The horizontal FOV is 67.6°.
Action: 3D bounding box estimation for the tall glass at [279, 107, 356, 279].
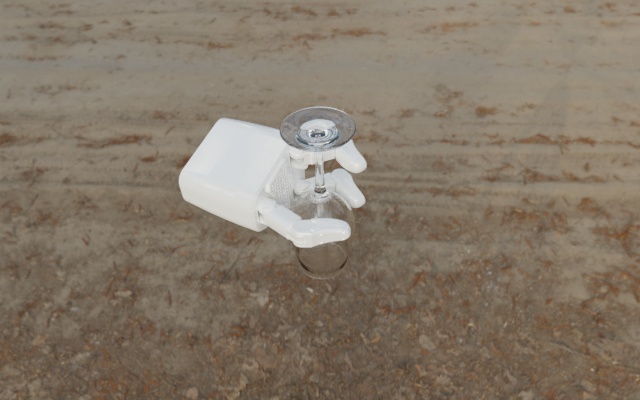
[{"bbox_3d":[0.000,0.001,0.530,0.079,0.201,0.079,-1,43,1],"label":"tall glass"}]
